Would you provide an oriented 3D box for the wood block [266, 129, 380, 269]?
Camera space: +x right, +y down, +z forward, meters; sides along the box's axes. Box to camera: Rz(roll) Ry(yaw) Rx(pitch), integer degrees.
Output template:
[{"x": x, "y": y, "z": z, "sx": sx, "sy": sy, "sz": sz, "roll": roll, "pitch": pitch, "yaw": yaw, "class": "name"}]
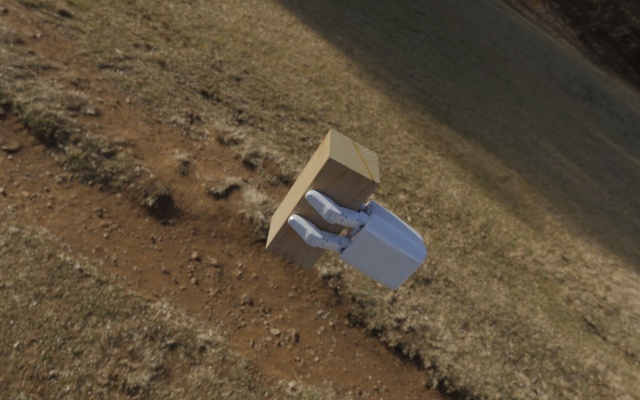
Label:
[{"x": 0.001, "y": 0.002, "z": 0.773, "sx": 0.090, "sy": 0.206, "sz": 0.090, "roll": 27, "pitch": 33, "yaw": -14, "class": "wood block"}]
